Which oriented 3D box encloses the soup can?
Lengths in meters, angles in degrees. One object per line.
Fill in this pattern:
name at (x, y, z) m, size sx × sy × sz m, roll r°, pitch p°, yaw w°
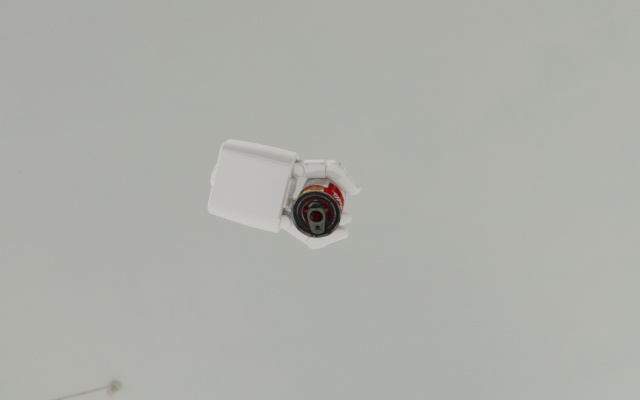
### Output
soup can at (0.001, 0.002, 0.680) m, size 0.068 × 0.068 × 0.102 m, roll 0°, pitch 20°, yaw 8°
